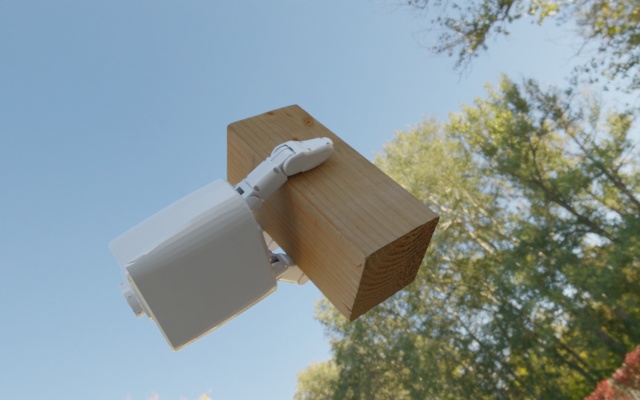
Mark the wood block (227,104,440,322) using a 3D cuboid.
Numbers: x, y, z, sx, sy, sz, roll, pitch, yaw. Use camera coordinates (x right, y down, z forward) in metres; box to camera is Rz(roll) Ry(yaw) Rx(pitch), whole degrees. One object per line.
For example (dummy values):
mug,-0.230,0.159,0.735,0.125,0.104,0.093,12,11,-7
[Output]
wood block,0.000,0.001,0.465,0.090,0.091,0.206,-24,51,-33
